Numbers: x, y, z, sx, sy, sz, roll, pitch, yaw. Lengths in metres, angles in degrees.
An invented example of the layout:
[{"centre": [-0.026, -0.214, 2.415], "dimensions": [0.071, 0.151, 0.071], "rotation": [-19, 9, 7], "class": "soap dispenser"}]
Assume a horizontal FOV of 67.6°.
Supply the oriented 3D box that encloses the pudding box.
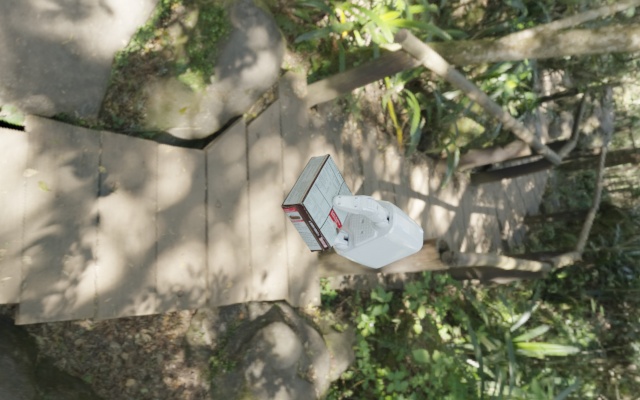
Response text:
[{"centre": [0.000, 0.002, 0.677], "dimensions": [0.039, 0.090, 0.113], "rotation": [-11, 35, 33], "class": "pudding box"}]
